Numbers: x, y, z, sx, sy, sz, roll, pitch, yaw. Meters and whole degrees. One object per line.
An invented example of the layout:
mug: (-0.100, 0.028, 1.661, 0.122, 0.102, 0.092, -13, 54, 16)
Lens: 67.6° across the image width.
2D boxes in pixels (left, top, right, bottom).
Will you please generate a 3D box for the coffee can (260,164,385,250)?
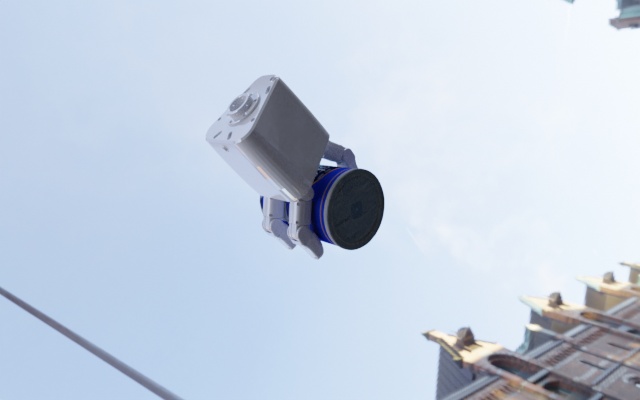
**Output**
coffee can: (0.000, 0.002, 0.641, 0.103, 0.103, 0.140, 0, 8, -42)
